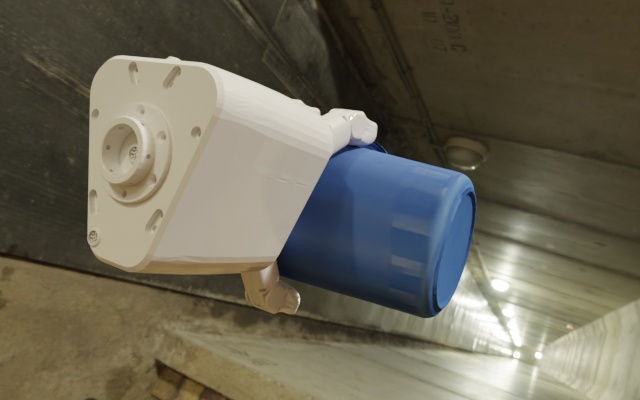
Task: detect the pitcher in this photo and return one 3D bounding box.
[{"bbox_3d":[0.000,0.001,0.403,0.243,0.149,0.145,14,0,28],"label":"pitcher"}]
